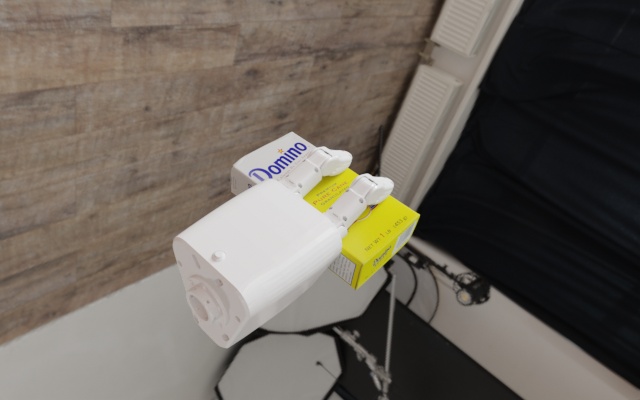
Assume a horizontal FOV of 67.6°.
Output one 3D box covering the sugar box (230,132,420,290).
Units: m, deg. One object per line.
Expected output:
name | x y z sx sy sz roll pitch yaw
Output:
sugar box | 0.000 0.001 0.482 0.176 0.048 0.093 37 50 23
